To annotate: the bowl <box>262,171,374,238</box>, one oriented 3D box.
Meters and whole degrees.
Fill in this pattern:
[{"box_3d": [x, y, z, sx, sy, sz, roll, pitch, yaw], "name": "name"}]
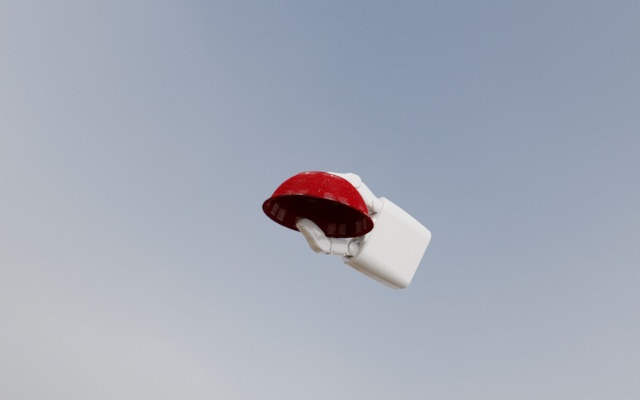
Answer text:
[{"box_3d": [-0.001, 0.001, 0.687, 0.162, 0.055, 0.162, 9, -22, 4], "name": "bowl"}]
